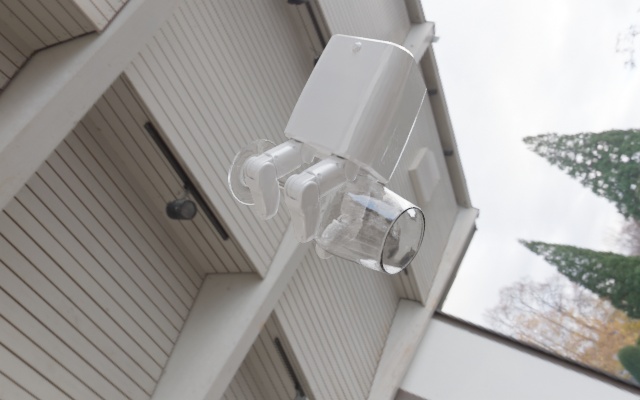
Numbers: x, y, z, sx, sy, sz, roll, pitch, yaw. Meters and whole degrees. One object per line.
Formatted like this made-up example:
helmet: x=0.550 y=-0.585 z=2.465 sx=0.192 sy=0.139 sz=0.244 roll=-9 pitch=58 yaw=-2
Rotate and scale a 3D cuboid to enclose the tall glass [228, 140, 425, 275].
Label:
tall glass: x=0.000 y=0.001 z=0.461 sx=0.201 sy=0.079 sz=0.079 roll=25 pitch=17 yaw=39
